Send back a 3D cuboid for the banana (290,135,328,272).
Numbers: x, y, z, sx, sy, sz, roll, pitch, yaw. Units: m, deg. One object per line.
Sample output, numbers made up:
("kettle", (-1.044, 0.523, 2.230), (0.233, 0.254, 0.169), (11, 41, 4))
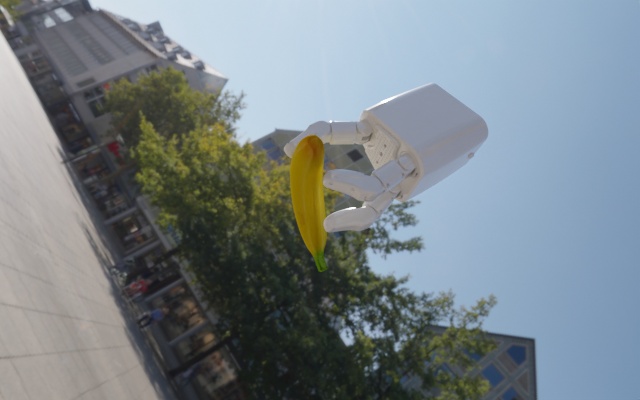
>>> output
("banana", (-0.009, -0.006, 0.551), (0.037, 0.198, 0.069), (-24, 45, -19))
